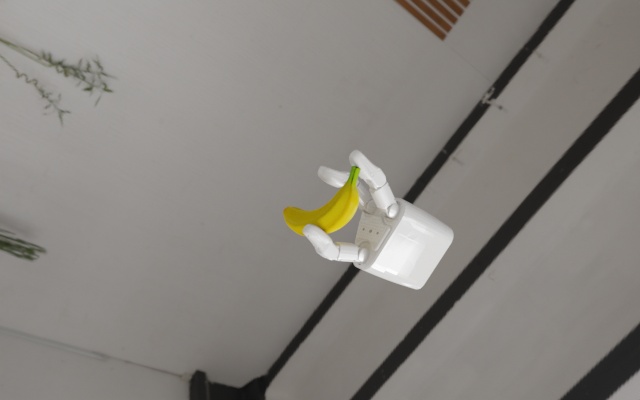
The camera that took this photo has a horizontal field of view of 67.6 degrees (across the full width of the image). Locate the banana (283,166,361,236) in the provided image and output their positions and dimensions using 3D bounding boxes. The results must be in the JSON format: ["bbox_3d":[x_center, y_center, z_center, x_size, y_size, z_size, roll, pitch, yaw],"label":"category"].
[{"bbox_3d":[-0.001,0.018,0.674,0.037,0.069,0.198,23,-29,-27],"label":"banana"}]
